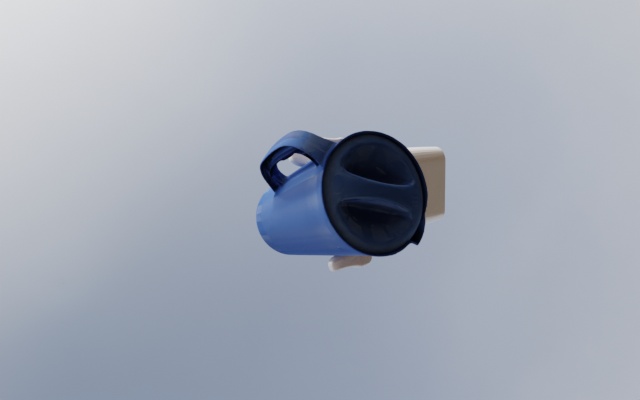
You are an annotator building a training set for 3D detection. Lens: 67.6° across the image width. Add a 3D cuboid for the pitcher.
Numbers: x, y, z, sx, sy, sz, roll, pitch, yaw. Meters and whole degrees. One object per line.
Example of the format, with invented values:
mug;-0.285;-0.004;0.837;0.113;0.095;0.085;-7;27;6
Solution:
pitcher;0.000;0.002;0.593;0.145;0.149;0.243;-11;-3;-29
